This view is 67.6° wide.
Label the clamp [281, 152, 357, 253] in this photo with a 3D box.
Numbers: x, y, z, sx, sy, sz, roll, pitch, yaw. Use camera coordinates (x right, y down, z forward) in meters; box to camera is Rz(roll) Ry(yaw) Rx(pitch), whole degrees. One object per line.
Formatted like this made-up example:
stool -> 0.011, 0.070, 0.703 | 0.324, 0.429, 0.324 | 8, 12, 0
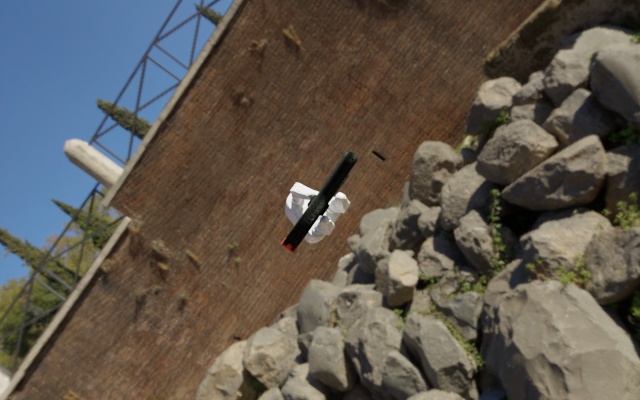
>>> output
clamp -> -0.001, 0.003, 0.888 | 0.036, 0.210, 0.164 | 35, -15, 4
